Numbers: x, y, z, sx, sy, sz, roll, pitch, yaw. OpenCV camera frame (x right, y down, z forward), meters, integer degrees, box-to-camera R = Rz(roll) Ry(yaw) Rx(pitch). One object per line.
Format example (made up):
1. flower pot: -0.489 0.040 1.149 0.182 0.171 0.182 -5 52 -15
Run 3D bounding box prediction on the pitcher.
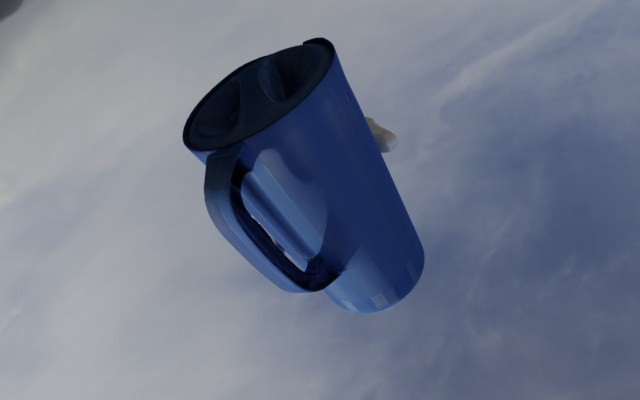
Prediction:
1. pitcher: 0.000 0.001 0.418 0.149 0.243 0.145 -38 35 -5
